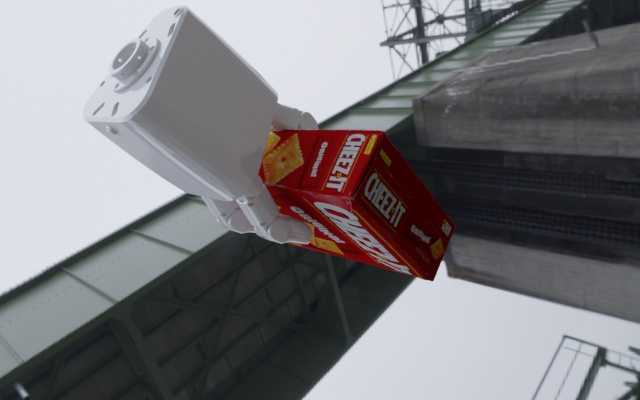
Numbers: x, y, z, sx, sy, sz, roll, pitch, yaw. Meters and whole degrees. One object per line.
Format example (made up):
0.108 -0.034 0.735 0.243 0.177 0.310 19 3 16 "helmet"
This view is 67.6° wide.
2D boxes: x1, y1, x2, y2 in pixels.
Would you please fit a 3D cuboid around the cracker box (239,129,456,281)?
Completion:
0.000 0.001 0.478 0.213 0.072 0.164 10 -23 42 "cracker box"
